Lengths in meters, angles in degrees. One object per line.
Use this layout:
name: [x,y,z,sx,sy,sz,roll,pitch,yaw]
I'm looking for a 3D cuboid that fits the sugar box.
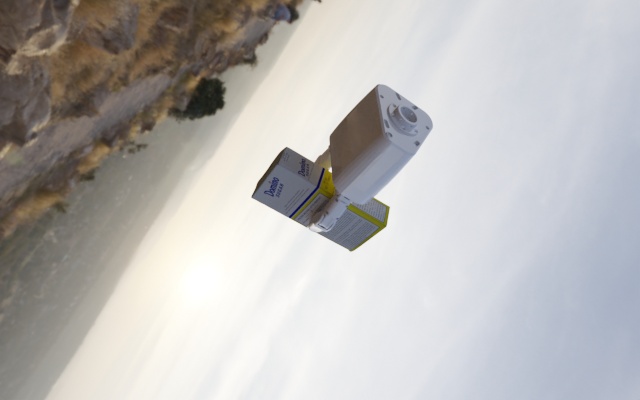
sugar box: [0.000,0.002,0.680,0.176,0.048,0.093,32,-43,-13]
